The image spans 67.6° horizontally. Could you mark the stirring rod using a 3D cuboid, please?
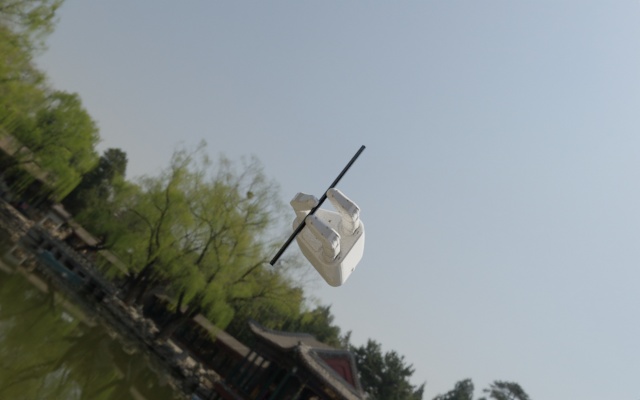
[{"bbox_3d":[0.000,0.002,0.715,0.011,0.239,0.011,32,-22,15],"label":"stirring rod"}]
